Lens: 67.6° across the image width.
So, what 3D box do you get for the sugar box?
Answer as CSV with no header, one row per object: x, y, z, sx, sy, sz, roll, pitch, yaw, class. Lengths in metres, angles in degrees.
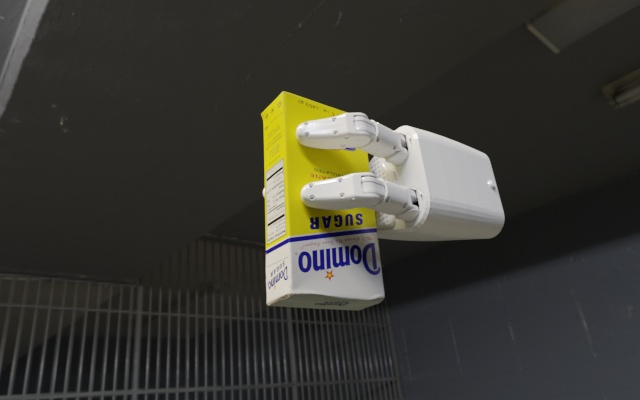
0.000,0.001,0.409,0.093,0.176,0.048,10,-29,-33,sugar box
